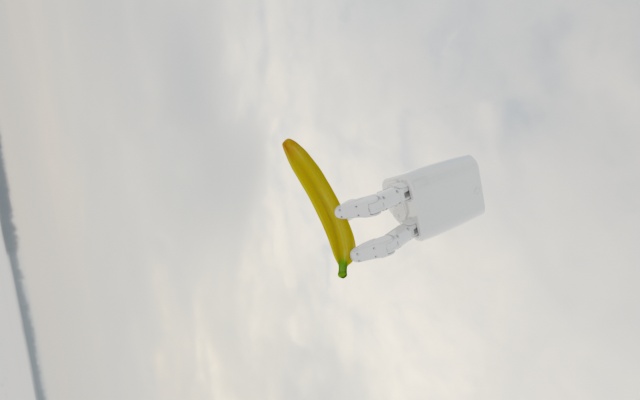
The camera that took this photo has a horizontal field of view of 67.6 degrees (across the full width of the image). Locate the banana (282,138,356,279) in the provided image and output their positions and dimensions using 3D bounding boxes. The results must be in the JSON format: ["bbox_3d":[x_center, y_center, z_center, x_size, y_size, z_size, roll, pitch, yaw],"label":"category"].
[{"bbox_3d":[0.005,0.006,0.647,0.037,0.198,0.069,-26,-7,9],"label":"banana"}]
